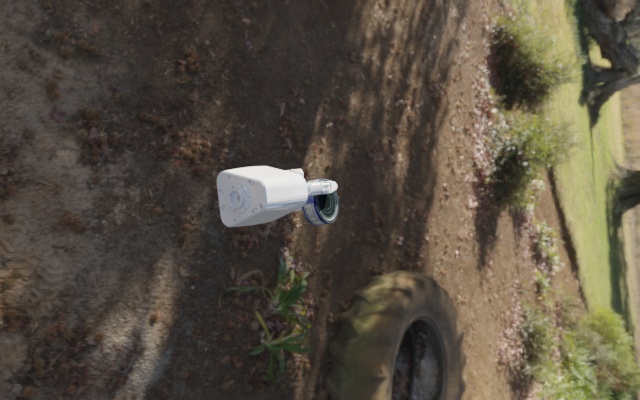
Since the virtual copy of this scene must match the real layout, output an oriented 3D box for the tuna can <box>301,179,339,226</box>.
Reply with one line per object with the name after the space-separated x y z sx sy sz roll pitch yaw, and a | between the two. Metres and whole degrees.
0.001 0.003 0.891 0.034 0.086 0.086 -8 -4 32 | tuna can
